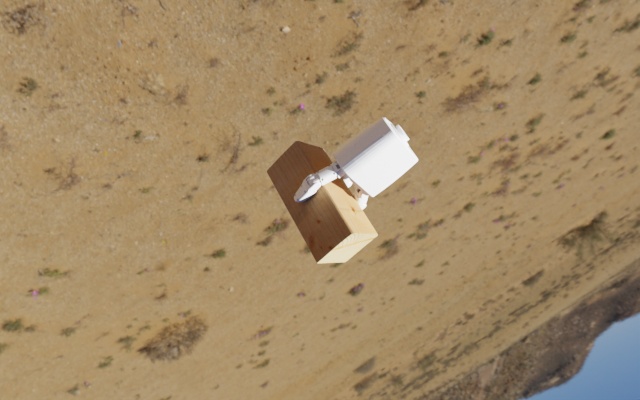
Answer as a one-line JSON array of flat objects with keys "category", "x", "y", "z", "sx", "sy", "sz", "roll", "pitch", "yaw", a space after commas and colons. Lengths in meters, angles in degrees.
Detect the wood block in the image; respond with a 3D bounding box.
[{"category": "wood block", "x": 0.000, "y": 0.003, "z": 0.865, "sx": 0.090, "sy": 0.206, "sz": 0.091, "roll": -43, "pitch": -27, "yaw": 24}]
